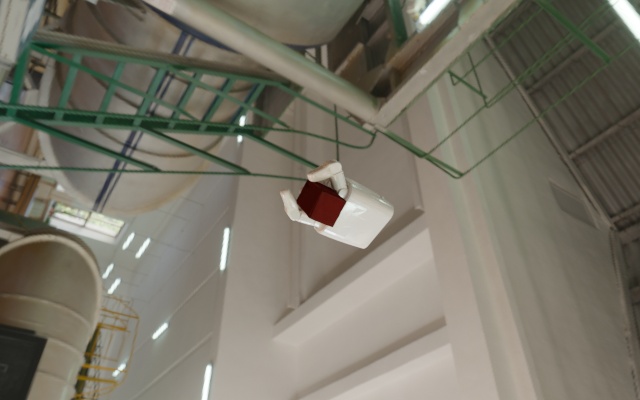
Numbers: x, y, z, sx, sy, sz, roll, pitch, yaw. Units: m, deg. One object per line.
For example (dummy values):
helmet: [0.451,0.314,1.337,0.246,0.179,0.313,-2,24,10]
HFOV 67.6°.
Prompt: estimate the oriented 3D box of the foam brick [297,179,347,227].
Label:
foam brick: [0.000,0.003,0.821,0.051,0.053,0.078,24,10,-26]
